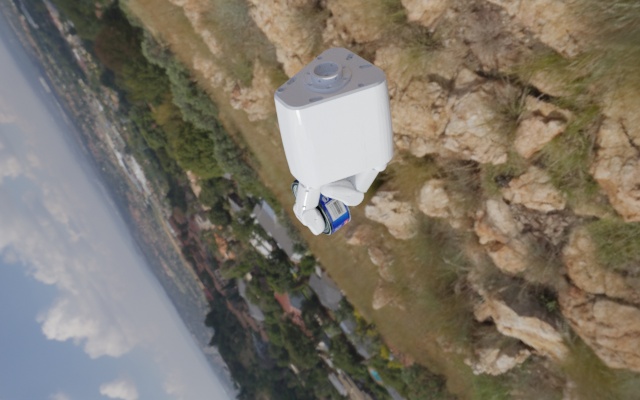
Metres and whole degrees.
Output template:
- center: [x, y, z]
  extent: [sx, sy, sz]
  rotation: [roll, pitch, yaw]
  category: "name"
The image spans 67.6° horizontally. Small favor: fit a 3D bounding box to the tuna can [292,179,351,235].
- center: [0.000, 0.002, 0.621]
  extent: [0.033, 0.086, 0.086]
  rotation: [-36, 12, -17]
  category: "tuna can"
